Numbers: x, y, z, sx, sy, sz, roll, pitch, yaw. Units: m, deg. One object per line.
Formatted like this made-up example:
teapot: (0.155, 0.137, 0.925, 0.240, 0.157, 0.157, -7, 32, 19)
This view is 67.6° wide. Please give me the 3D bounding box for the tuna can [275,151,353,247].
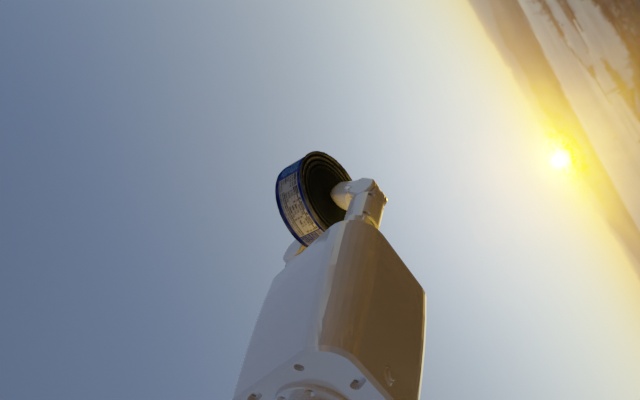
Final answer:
tuna can: (0.000, 0.002, 0.425, 0.034, 0.086, 0.086, -27, -15, 32)
